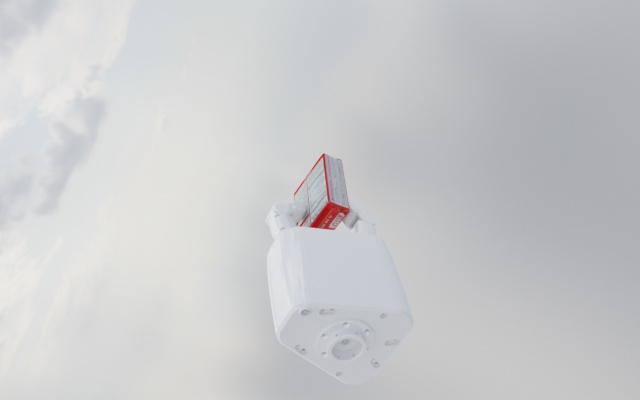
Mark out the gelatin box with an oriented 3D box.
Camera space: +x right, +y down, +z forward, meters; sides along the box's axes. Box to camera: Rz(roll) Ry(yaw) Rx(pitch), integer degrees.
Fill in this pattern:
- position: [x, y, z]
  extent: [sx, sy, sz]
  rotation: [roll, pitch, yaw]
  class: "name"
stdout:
- position: [0.000, 0.001, 0.546]
  extent: [0.030, 0.089, 0.073]
  rotation: [20, -52, -23]
  class: "gelatin box"
